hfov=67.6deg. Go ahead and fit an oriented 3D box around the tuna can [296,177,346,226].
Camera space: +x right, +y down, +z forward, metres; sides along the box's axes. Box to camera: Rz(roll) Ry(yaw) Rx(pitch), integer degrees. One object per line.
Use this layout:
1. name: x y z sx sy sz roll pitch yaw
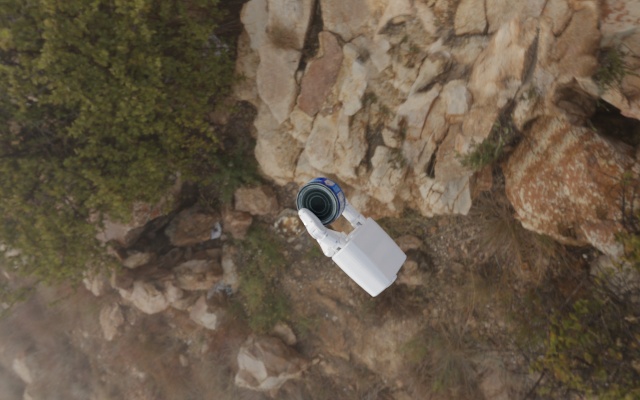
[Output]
1. tuna can: 0.000 0.003 0.867 0.086 0.086 0.033 0 18 24
